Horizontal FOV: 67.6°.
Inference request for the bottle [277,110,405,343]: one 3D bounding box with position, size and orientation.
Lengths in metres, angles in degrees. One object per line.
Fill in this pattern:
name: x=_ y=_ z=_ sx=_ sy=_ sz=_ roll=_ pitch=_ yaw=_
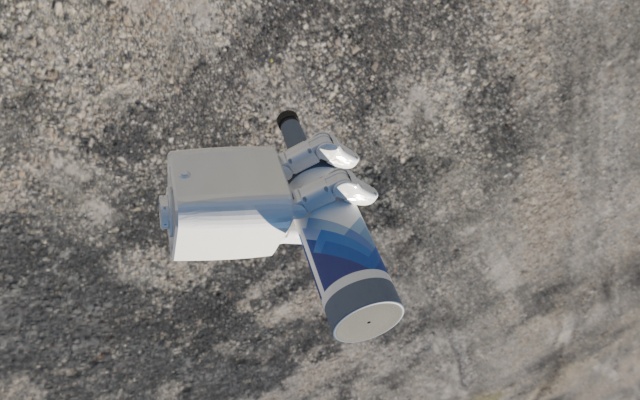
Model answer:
bottle: x=0.000 y=0.002 z=0.507 sx=0.069 sy=0.295 sz=0.069 roll=-13 pitch=-41 yaw=-11
